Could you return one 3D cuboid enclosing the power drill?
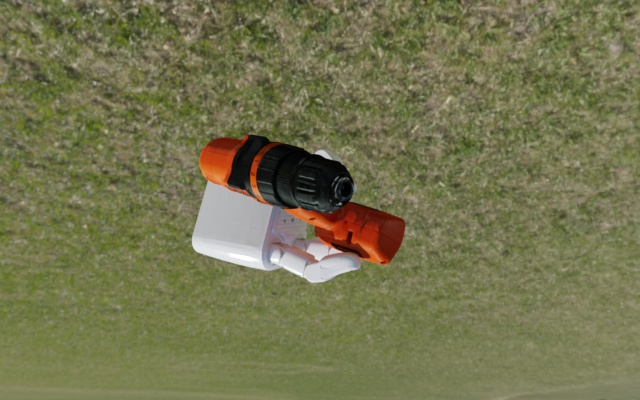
[{"bbox_3d":[0.000,0.002,0.447,0.184,0.057,0.188,18,-11,47],"label":"power drill"}]
